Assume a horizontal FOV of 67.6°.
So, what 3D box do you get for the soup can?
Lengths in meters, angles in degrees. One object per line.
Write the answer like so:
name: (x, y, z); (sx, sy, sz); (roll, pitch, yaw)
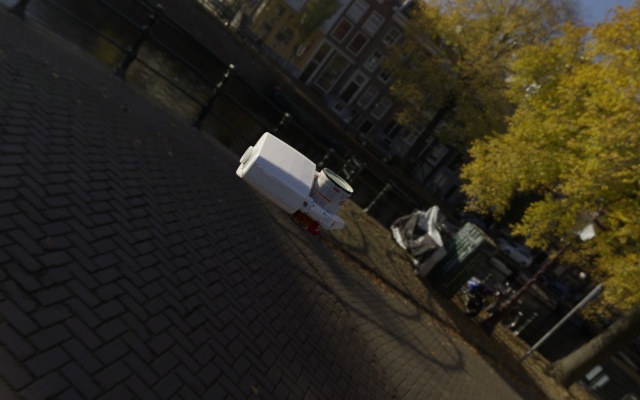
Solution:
soup can: (0.001, 0.003, 0.834); (0.068, 0.102, 0.068); (37, 14, -10)
